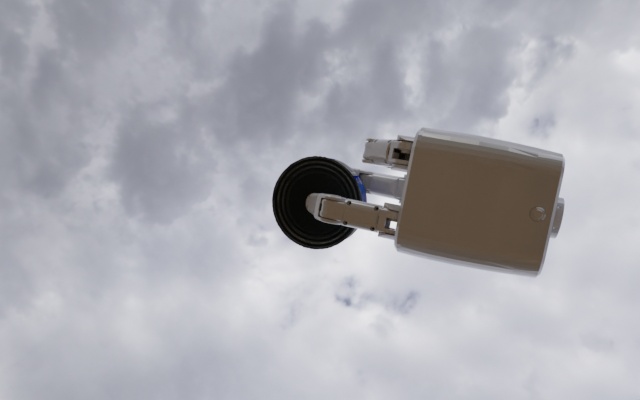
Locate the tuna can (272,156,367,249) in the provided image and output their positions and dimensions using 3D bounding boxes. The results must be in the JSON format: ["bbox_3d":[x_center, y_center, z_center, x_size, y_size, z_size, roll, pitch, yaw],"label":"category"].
[{"bbox_3d":[0.000,0.001,0.452,0.086,0.086,0.034,0,3,16],"label":"tuna can"}]
